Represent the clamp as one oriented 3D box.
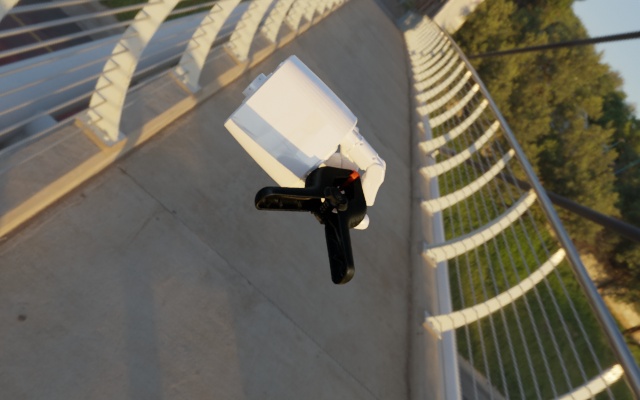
[{"bbox_3d":[0.001,0.001,0.508,0.039,0.120,0.171,-39,14,28],"label":"clamp"}]
